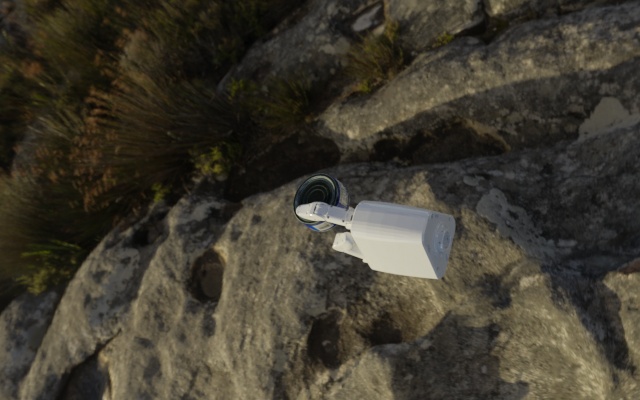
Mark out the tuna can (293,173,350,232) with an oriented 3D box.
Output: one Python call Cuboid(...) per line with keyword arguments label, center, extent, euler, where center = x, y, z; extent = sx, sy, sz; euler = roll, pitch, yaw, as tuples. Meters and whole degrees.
Cuboid(label="tuna can", center=(0.000, 0.002, 0.728), extent=(0.086, 0.086, 0.034), euler=(0, -21, 37))
